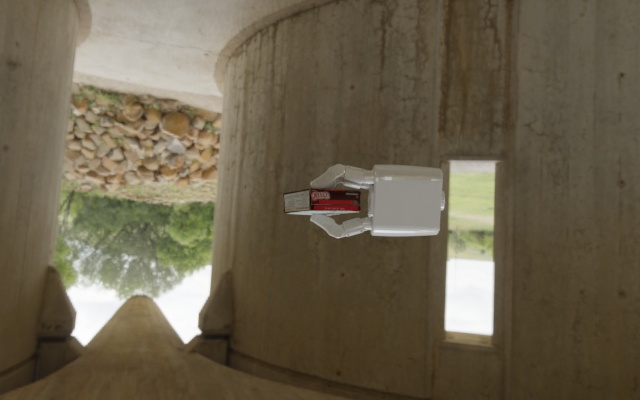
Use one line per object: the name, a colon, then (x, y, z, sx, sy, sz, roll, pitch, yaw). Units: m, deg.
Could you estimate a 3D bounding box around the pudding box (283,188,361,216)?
pudding box: (0.000, 0.003, 0.774, 0.090, 0.039, 0.113, 3, -6, -26)
